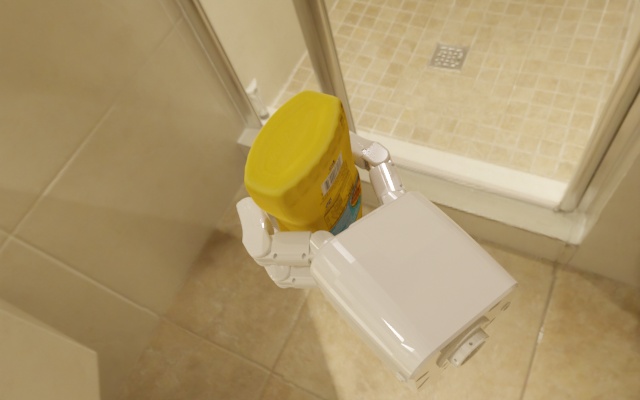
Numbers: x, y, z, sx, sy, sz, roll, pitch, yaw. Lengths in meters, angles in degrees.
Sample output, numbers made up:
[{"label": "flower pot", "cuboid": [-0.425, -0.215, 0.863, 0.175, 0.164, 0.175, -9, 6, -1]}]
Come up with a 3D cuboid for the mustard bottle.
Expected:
[{"label": "mustard bottle", "cuboid": [0.000, 0.001, 0.418, 0.058, 0.096, 0.192, 19, -23, 23]}]
